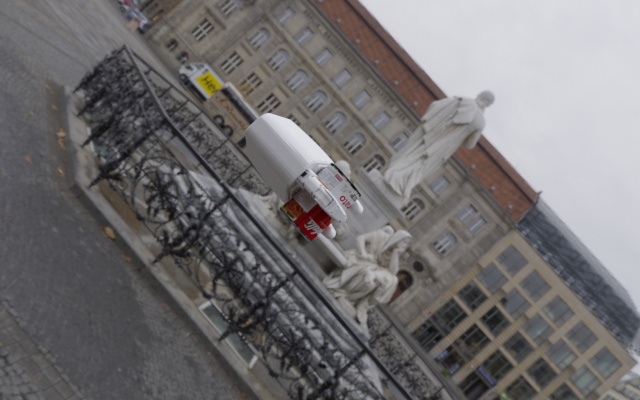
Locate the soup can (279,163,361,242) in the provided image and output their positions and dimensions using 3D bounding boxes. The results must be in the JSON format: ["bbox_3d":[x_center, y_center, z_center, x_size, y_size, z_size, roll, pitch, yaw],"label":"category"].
[{"bbox_3d":[0.001,0.002,0.697,0.102,0.068,0.068,-42,0,-1],"label":"soup can"}]
